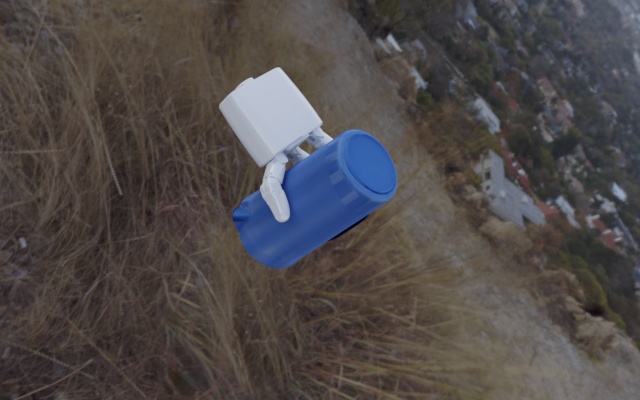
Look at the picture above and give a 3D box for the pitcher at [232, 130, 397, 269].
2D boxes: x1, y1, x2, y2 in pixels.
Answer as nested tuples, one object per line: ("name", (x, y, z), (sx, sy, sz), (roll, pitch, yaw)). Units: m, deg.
("pitcher", (0.000, 0.002, 0.706), (0.243, 0.145, 0.149), (-33, 6, 42))
